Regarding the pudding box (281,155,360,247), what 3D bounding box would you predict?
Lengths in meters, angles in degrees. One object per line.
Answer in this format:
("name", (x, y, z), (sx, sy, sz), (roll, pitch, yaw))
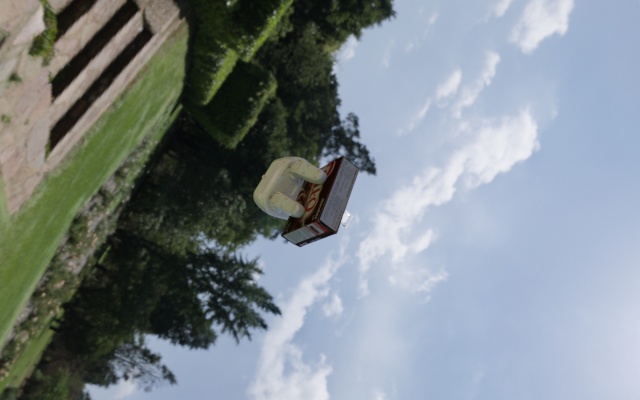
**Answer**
("pudding box", (0.000, 0.002, 0.659), (0.039, 0.113, 0.090), (33, -34, -22))
